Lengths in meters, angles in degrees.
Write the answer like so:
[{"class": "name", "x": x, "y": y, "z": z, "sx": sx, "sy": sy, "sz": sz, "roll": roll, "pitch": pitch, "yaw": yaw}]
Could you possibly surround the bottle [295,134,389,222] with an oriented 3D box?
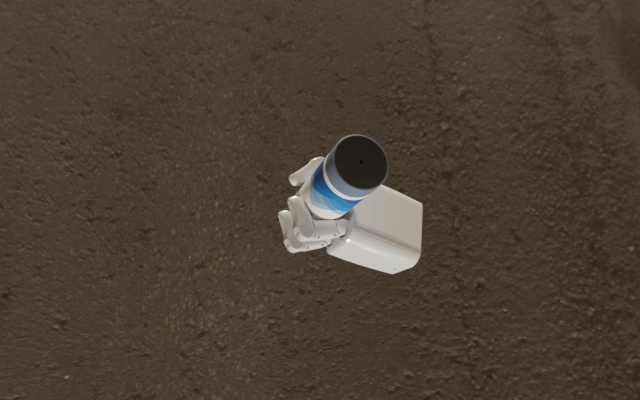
[{"class": "bottle", "x": 0.000, "y": 0.002, "z": 0.653, "sx": 0.069, "sy": 0.069, "sz": 0.296, "roll": 0, "pitch": -17, "yaw": -18}]
